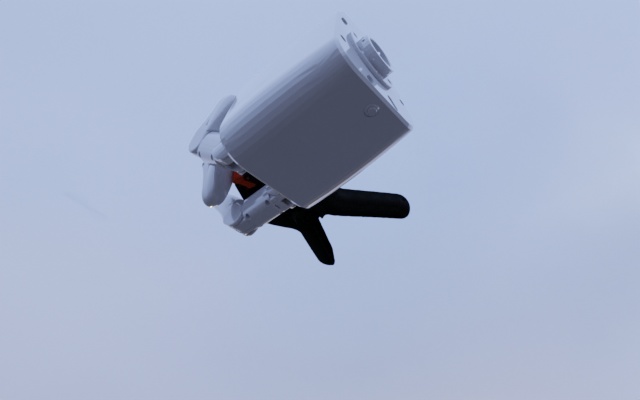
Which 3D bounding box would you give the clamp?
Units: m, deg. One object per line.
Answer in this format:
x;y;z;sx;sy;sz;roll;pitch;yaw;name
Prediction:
0.000;0.001;0.447;0.120;0.039;0.171;-35;-46;22;clamp
